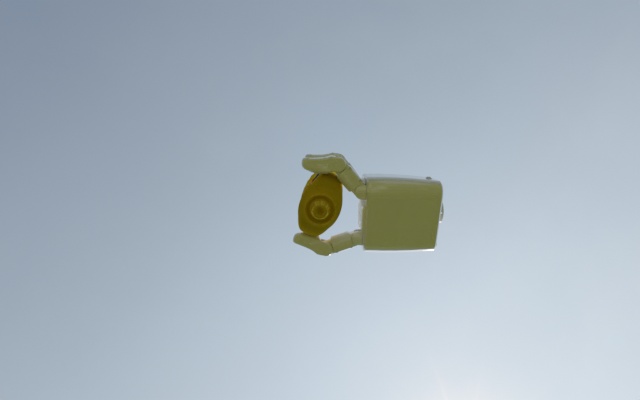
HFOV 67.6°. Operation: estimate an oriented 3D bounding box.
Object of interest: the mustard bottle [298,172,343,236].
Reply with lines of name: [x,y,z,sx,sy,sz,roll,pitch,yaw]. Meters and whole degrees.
mustard bottle: [0.000,0.002,0.700,0.058,0.096,0.191,25,7,-4]
